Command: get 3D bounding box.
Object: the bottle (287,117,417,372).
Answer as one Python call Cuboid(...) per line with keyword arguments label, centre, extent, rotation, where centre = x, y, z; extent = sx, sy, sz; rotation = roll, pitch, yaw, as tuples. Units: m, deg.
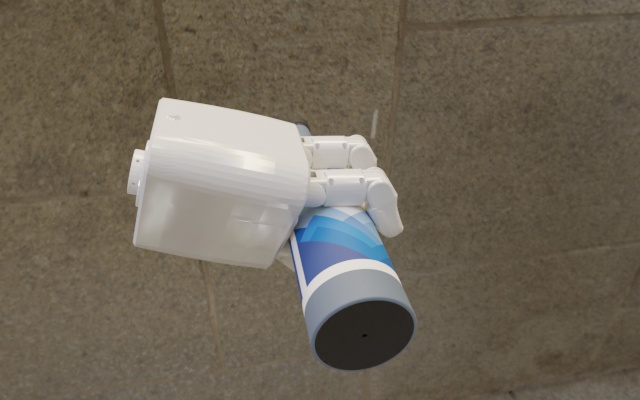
Cuboid(label="bottle", centre=(0.000, 0.002, 0.407), extent=(0.069, 0.069, 0.295), rotation=(0, 34, -13))
